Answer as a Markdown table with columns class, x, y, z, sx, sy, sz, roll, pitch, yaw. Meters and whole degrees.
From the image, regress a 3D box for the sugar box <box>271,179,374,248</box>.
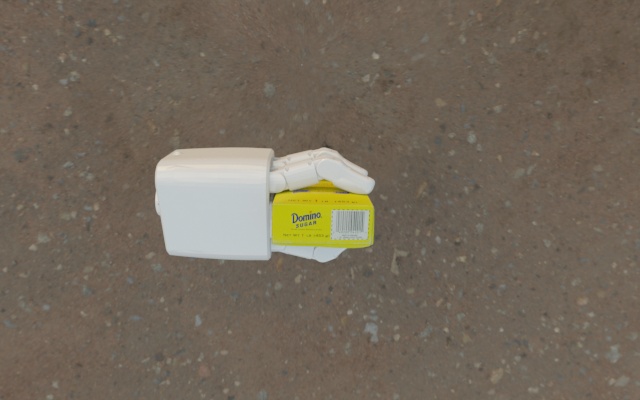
| class | x | y | z | sx | sy | sz | roll | pitch | yaw |
| --- | --- | --- | --- | --- | --- | --- | --- | --- | --- |
| sugar box | 0.000 | 0.001 | 0.507 | 0.093 | 0.048 | 0.176 | 2 | 16 | -3 |
